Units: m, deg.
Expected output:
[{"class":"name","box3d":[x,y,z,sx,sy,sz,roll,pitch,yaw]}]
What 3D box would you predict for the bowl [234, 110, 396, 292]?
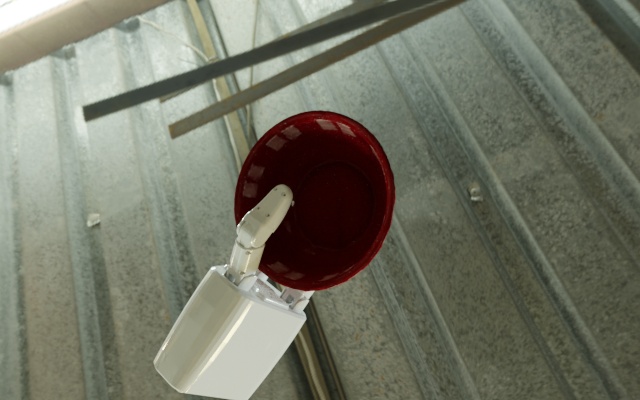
[{"class":"bowl","box3d":[0.001,0.001,0.446,0.162,0.162,0.055,0,-6,28]}]
